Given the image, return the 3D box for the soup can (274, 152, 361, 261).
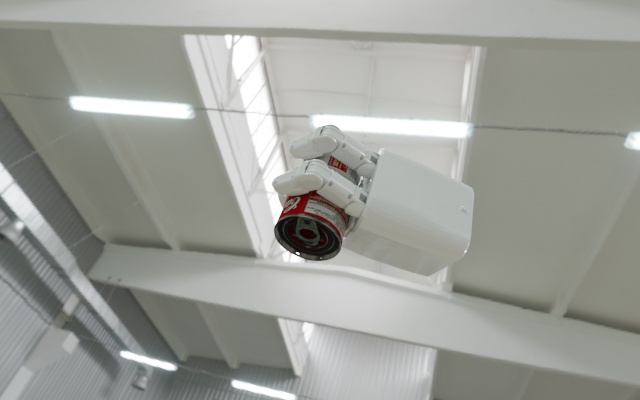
[{"bbox_3d":[0.000,0.001,0.494,0.068,0.102,0.069,11,-41,10],"label":"soup can"}]
